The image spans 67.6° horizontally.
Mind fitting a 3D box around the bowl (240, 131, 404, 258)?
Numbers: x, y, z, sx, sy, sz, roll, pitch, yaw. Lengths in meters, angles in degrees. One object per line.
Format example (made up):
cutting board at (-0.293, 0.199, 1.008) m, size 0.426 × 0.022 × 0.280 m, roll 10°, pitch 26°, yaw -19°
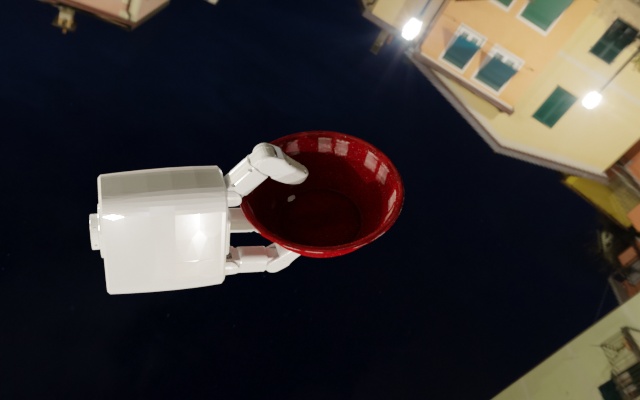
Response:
bowl at (0.001, 0.002, 0.483) m, size 0.162 × 0.162 × 0.055 m, roll 0°, pitch -42°, yaw -1°
